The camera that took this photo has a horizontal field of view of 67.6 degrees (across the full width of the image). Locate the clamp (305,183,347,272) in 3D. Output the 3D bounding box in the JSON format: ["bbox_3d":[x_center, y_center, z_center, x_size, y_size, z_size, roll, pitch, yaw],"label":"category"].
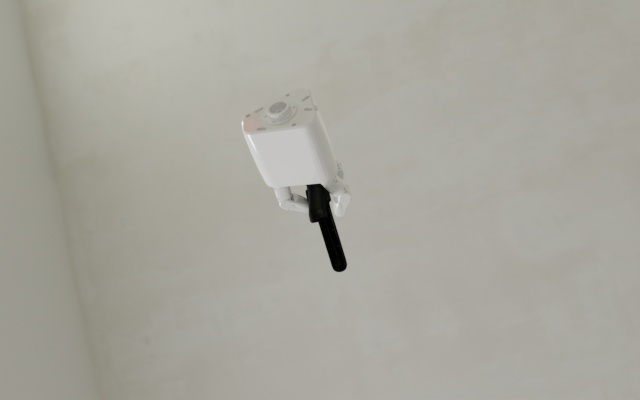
[{"bbox_3d":[-0.001,0.002,0.765,0.036,0.209,0.165,-16,-44,4],"label":"clamp"}]
